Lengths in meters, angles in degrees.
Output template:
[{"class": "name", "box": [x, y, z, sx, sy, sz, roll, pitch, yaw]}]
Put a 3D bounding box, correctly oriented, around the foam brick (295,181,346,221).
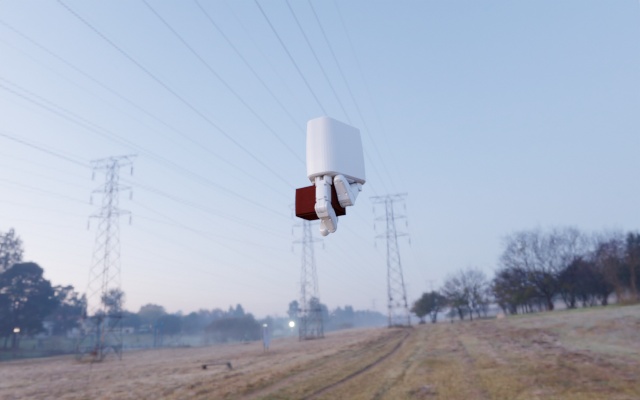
[{"class": "foam brick", "box": [0.000, 0.003, 0.846, 0.078, 0.051, 0.053, -10, -16, 25]}]
